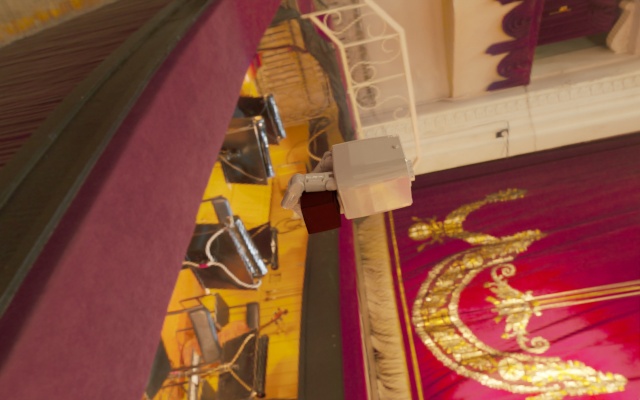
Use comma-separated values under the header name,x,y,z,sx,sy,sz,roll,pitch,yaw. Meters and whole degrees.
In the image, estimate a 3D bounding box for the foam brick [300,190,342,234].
name,x,y,z,sx,sy,sz,roll,pitch,yaw
foam brick,0.000,0.003,0.718,0.051,0.053,0.078,-11,39,7
